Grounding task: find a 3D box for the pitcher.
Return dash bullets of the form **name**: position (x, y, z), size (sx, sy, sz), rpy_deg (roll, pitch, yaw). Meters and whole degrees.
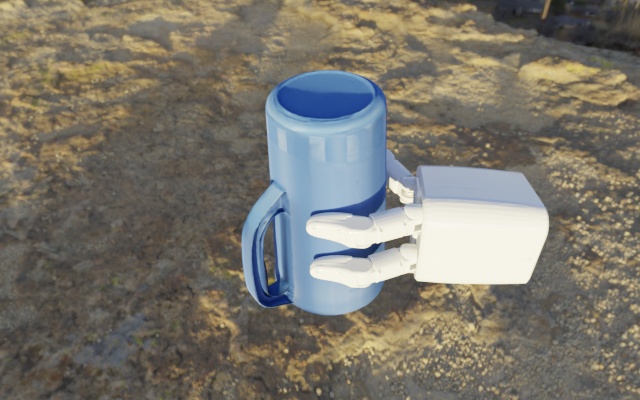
- **pitcher**: position (0.000, 0.002, 0.492), size (0.145, 0.243, 0.149), rpy_deg (4, 42, 8)
